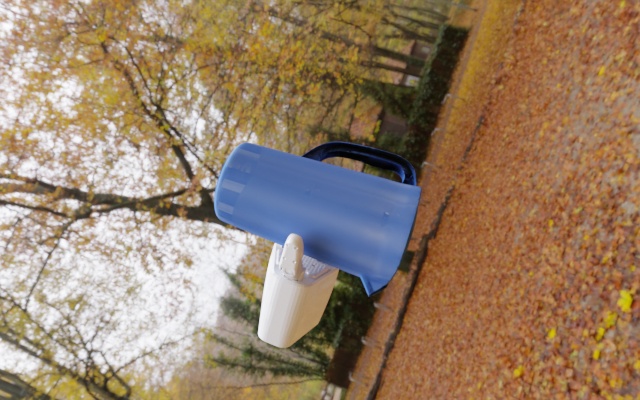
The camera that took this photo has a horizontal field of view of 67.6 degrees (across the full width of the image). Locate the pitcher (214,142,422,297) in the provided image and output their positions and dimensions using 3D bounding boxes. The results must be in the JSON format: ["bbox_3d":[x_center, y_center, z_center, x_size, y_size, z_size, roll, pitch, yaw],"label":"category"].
[{"bbox_3d":[0.000,0.002,0.609,0.243,0.145,0.149,19,24,7],"label":"pitcher"}]
